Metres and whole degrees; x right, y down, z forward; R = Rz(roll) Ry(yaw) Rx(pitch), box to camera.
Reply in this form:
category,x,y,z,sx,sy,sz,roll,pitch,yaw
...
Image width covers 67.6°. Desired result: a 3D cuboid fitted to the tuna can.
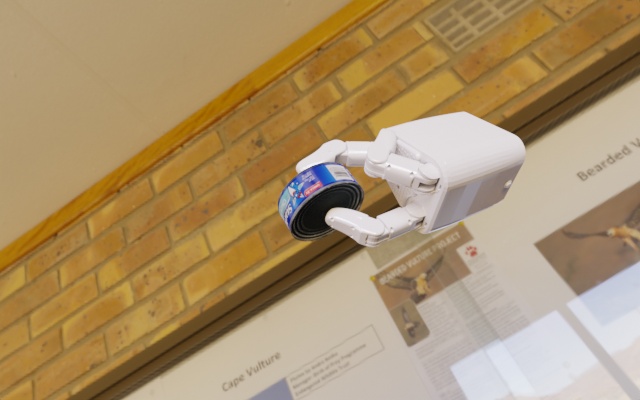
category,x,y,z,sx,sy,sz,roll,pitch,yaw
tuna can,0.000,0.001,0.491,0.086,0.033,0.086,-24,-33,-17
